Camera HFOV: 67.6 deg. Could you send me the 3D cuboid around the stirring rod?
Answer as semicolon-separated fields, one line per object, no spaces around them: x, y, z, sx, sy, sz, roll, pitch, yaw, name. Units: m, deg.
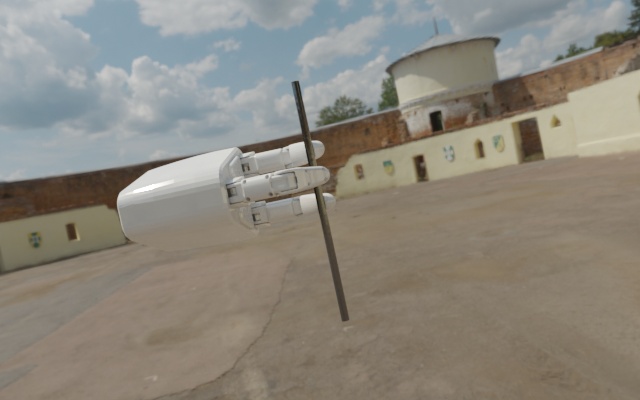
0.000;0.002;0.471;0.011;0.239;0.011;-12;2;0;stirring rod
